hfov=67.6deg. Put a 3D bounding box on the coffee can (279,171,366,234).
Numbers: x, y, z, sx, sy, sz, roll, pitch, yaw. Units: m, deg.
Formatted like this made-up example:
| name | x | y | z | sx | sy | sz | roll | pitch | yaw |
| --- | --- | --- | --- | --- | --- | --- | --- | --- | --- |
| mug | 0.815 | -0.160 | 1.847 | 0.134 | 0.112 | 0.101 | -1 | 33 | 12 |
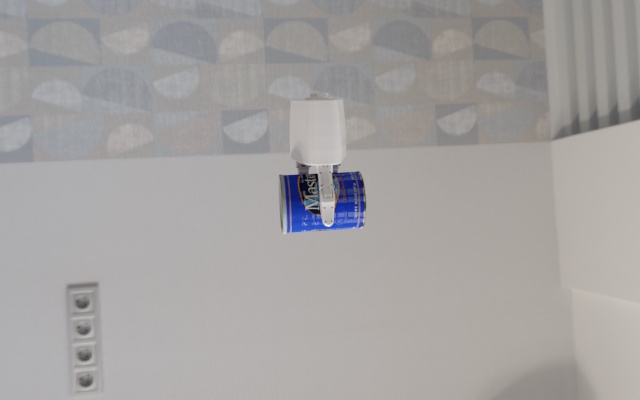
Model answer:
| name | x | y | z | sx | sy | sz | roll | pitch | yaw |
| --- | --- | --- | --- | --- | --- | --- | --- | --- | --- |
| coffee can | 0.000 | 0.003 | 0.833 | 0.140 | 0.103 | 0.103 | -3 | 0 | -7 |
